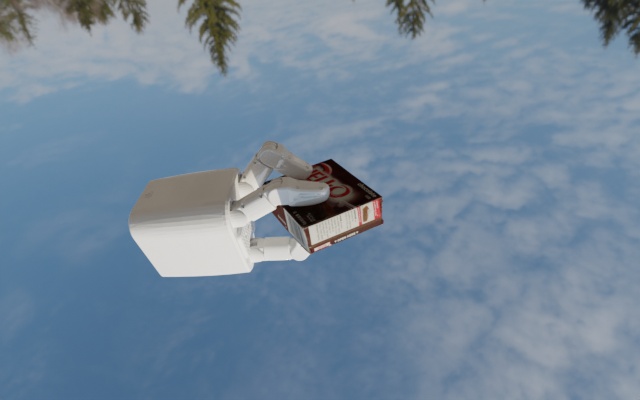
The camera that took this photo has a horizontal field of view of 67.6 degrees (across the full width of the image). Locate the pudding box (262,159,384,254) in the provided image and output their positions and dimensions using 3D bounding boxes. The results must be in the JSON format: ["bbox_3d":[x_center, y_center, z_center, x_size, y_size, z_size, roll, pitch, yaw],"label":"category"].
[{"bbox_3d":[0.000,0.002,0.509,0.090,0.039,0.113,-22,36,-19],"label":"pudding box"}]
